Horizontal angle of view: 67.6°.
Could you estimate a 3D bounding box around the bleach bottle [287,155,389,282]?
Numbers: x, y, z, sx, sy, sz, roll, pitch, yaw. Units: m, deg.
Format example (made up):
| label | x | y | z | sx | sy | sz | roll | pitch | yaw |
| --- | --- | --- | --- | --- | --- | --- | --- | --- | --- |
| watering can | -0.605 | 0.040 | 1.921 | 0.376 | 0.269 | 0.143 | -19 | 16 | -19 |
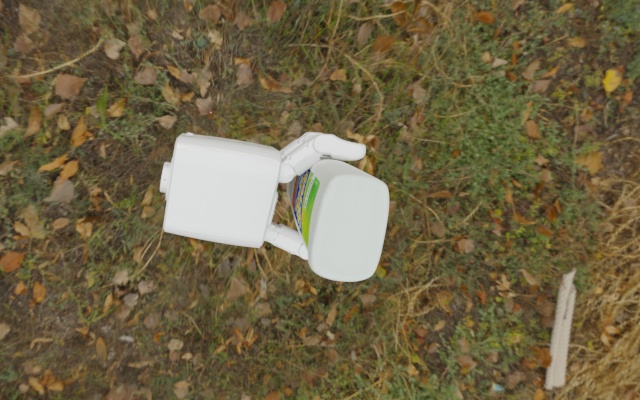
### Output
| label | x | y | z | sx | sy | sz | roll | pitch | yaw |
| --- | --- | --- | --- | --- | --- | --- | --- | --- | --- |
| bleach bottle | 0.000 | 0.002 | 0.540 | 0.068 | 0.102 | 0.250 | 9 | 8 | -15 |
